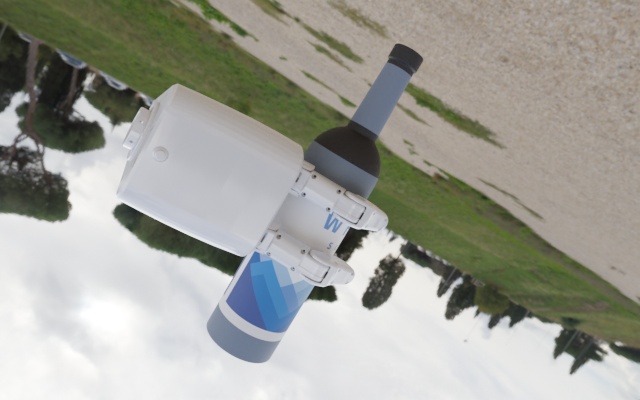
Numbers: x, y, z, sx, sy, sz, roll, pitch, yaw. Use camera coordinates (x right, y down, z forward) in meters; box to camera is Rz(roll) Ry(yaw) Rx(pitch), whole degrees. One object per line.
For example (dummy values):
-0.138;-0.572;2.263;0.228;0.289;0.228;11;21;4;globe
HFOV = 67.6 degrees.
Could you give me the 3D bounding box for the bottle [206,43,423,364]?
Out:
0.000;0.002;0.417;0.069;0.296;0.069;30;7;-4;bottle
